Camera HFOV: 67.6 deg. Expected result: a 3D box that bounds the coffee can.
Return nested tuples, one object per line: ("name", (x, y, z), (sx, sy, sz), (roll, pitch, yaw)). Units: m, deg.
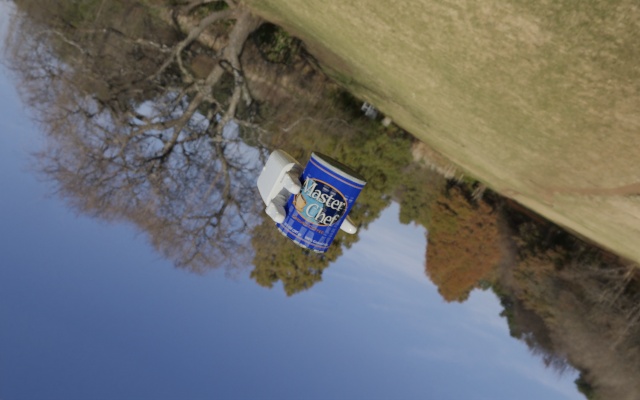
("coffee can", (0.000, 0.003, 0.807), (0.103, 0.140, 0.102), (28, 11, -6))
